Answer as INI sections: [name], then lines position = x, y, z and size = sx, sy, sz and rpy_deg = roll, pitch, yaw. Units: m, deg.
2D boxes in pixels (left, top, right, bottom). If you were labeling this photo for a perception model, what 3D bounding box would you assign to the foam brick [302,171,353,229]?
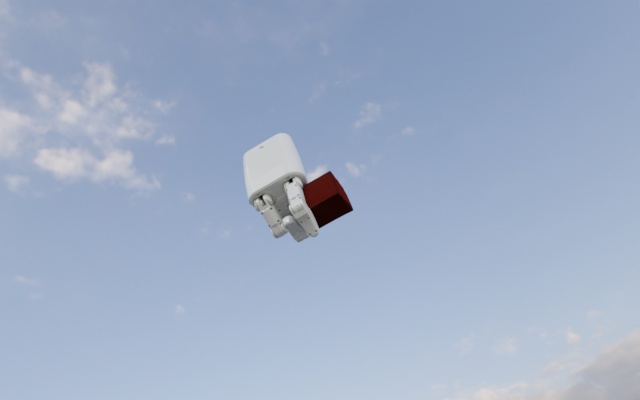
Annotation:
[foam brick]
position = 0.000, 0.002, 0.732
size = 0.078, 0.051, 0.053
rpy_deg = -29, -44, 11
